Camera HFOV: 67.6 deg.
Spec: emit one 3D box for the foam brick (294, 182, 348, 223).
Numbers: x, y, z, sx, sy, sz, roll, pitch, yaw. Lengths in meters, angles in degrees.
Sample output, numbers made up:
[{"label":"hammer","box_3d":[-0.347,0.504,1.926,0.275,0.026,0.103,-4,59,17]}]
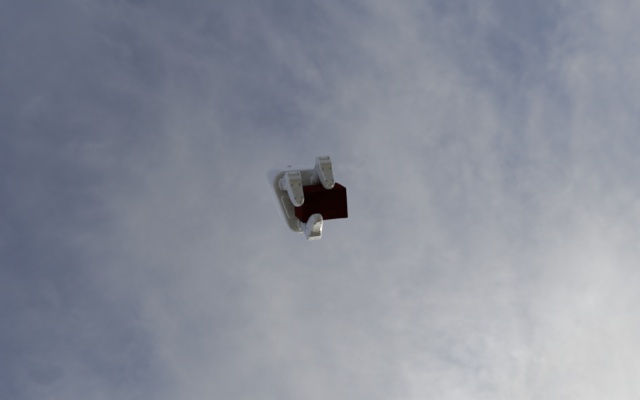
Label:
[{"label":"foam brick","box_3d":[0.000,0.003,0.786,0.078,0.053,0.051,-6,13,-15]}]
